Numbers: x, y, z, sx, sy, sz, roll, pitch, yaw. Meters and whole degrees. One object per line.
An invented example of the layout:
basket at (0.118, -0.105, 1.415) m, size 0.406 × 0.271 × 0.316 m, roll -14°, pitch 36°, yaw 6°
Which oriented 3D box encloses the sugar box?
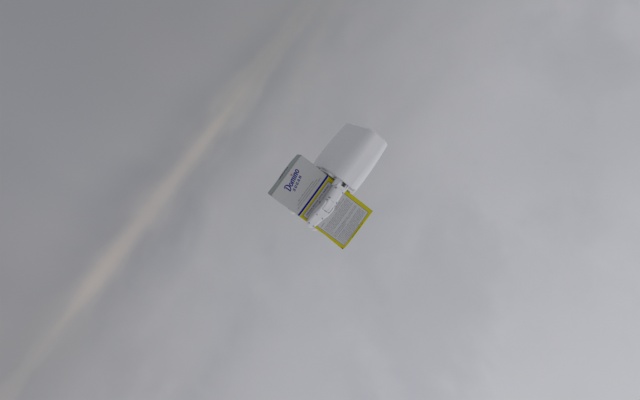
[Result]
sugar box at (0.000, 0.003, 0.883) m, size 0.176 × 0.093 × 0.048 m, roll 38°, pitch -3°, yaw -15°
